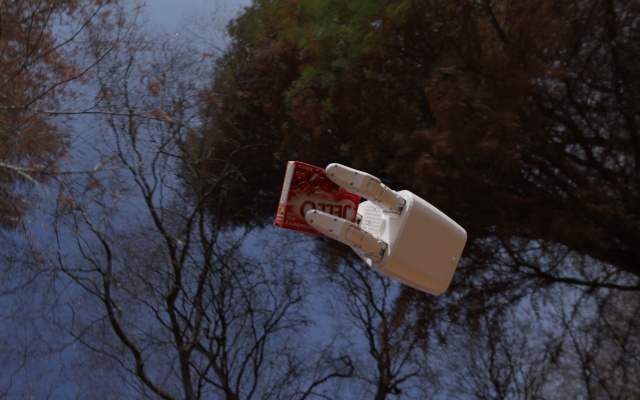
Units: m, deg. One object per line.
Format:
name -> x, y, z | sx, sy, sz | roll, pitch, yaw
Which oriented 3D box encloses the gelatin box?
gelatin box -> 0.000, 0.002, 0.534 | 0.089, 0.073, 0.030 | 13, -2, -24
